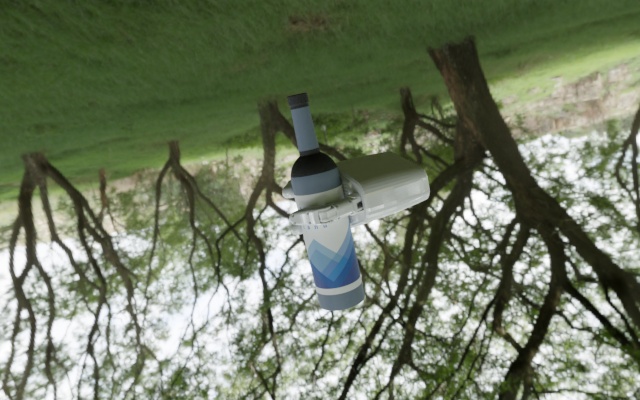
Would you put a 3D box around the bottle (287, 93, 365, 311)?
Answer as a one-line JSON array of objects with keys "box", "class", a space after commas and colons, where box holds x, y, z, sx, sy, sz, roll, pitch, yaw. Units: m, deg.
[{"box": [0.000, 0.002, 0.655, 0.069, 0.296, 0.069, -12, 11, 2], "class": "bottle"}]
